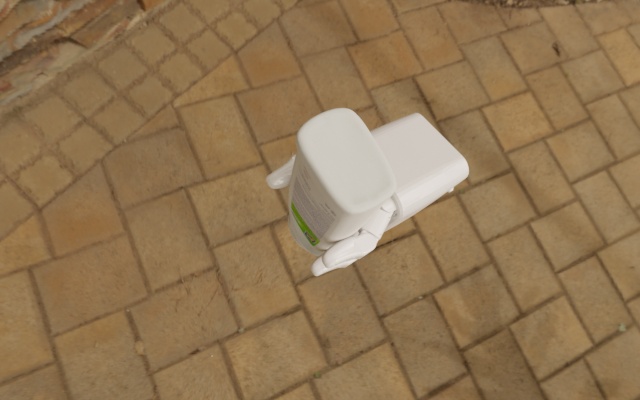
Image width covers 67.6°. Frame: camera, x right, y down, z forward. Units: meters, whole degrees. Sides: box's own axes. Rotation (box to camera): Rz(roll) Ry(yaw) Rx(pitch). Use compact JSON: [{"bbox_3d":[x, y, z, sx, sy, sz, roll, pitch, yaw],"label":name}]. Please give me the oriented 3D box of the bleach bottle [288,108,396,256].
[{"bbox_3d":[0.000,0.002,0.533,0.068,0.102,0.251,-28,-10,-19],"label":"bleach bottle"}]
